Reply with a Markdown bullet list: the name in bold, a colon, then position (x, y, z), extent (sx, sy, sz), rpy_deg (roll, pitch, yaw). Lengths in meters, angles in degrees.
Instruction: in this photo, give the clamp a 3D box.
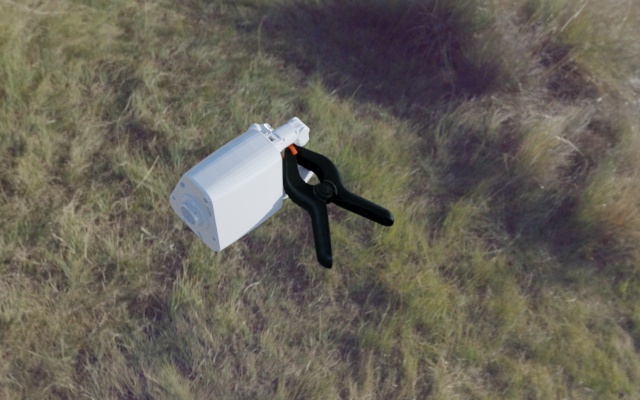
- **clamp**: position (0.000, 0.002, 0.612), extent (0.120, 0.171, 0.039), rpy_deg (-39, -13, -34)
